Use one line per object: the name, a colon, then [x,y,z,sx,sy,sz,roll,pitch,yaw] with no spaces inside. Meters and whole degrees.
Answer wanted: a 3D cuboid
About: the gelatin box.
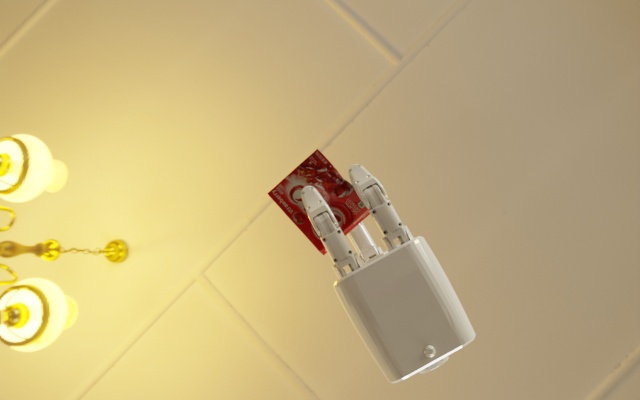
gelatin box: [0.000,0.002,0.509,0.073,0.089,0.030,-42,-16,-1]
